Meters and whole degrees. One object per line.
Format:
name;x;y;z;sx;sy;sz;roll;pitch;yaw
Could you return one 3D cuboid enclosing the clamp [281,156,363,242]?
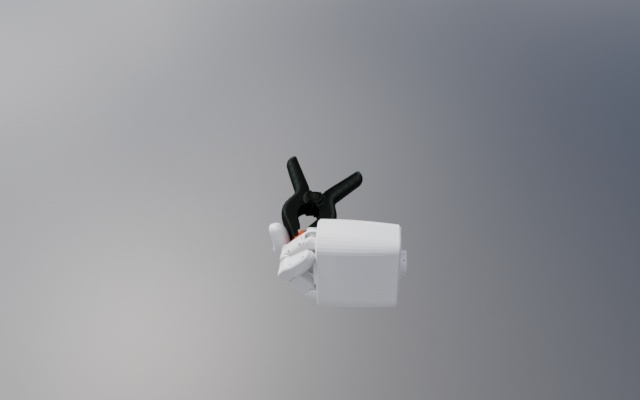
clamp;0.000;0.002;0.700;0.120;0.171;0.039;4;-41;4
